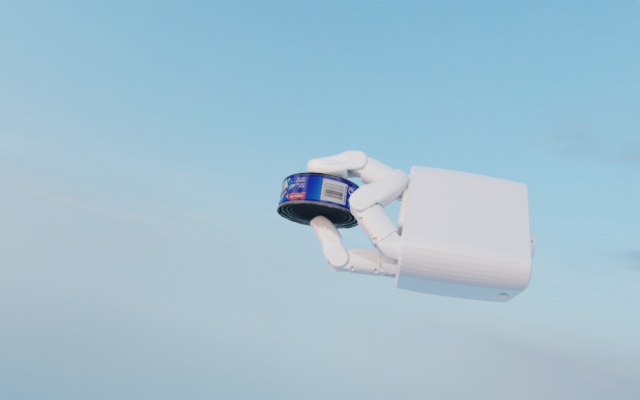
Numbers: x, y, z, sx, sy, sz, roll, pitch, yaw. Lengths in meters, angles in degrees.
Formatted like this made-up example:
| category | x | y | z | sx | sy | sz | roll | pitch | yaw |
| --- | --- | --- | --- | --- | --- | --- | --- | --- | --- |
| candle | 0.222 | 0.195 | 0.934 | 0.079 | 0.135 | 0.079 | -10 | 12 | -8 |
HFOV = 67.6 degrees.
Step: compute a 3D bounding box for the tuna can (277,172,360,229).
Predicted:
| category | x | y | z | sx | sy | sz | roll | pitch | yaw |
| --- | --- | --- | --- | --- | --- | --- | --- | --- | --- |
| tuna can | 0.000 | 0.001 | 0.491 | 0.086 | 0.033 | 0.086 | 8 | -18 | 2 |
